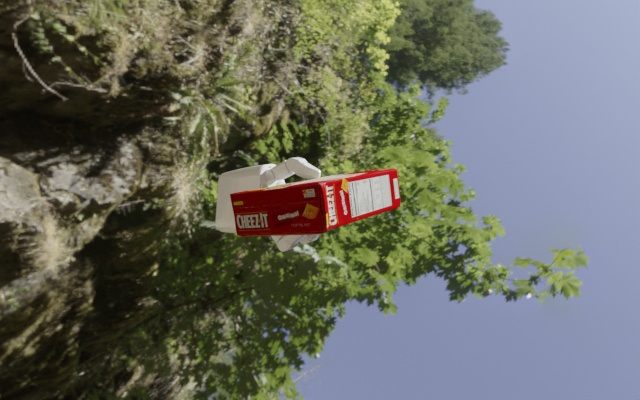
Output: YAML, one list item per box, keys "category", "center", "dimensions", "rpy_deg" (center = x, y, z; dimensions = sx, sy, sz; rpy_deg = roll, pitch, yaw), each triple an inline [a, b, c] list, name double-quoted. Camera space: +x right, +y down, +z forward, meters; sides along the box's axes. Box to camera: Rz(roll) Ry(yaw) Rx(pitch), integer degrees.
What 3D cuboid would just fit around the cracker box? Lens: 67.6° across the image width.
- category: "cracker box"
  center: [0.000, 0.002, 0.721]
  dimensions: [0.164, 0.072, 0.213]
  rpy_deg: [-6, 5, 36]
